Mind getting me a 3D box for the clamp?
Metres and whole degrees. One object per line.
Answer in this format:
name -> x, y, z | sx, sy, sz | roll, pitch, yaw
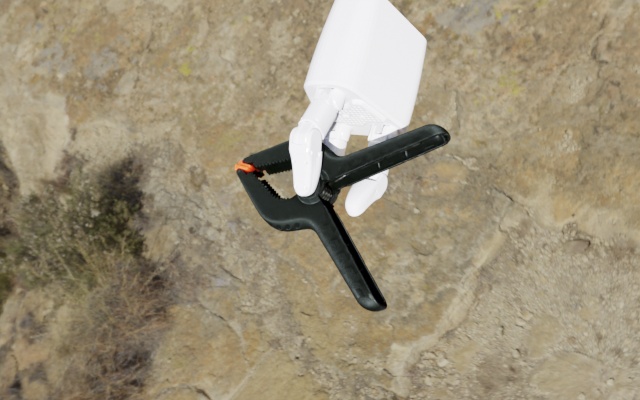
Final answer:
clamp -> -0.001, 0.001, 0.441 | 0.210, 0.164, 0.036 | 9, -14, 33
